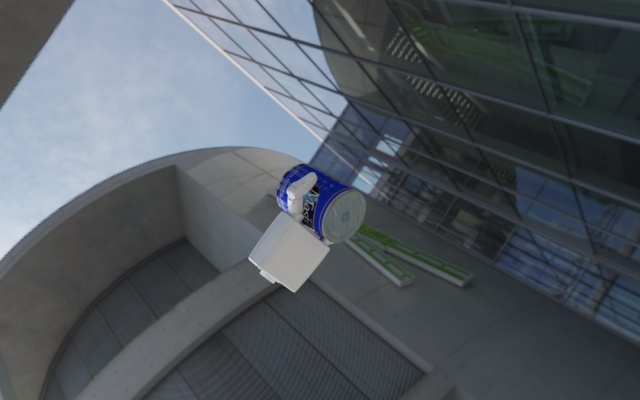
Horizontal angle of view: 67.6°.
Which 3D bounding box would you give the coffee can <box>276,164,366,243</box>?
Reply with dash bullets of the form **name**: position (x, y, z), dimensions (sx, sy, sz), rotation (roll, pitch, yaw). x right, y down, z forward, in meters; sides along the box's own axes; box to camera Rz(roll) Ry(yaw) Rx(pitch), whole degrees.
- **coffee can**: position (0.000, 0.003, 0.888), dimensions (0.103, 0.103, 0.140), rotation (0, 23, -45)
